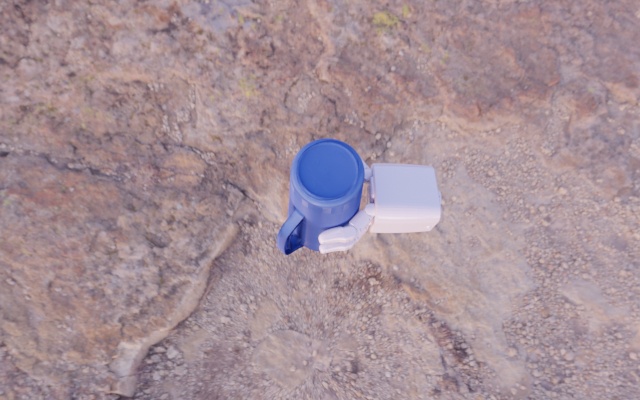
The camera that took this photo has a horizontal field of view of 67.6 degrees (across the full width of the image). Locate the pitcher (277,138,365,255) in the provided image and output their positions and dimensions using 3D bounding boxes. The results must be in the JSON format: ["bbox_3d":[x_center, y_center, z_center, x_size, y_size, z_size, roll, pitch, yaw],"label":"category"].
[{"bbox_3d":[0.000,0.003,0.791,0.145,0.149,0.243,2,-19,-1],"label":"pitcher"}]
